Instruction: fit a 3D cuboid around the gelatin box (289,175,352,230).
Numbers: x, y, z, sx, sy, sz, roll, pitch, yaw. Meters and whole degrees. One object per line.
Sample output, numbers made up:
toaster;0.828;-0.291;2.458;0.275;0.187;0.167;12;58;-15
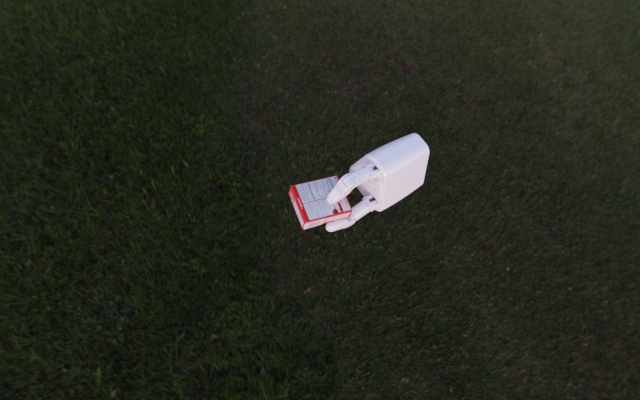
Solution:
gelatin box;0.000;0.003;0.806;0.089;0.073;0.030;-14;-24;-21
